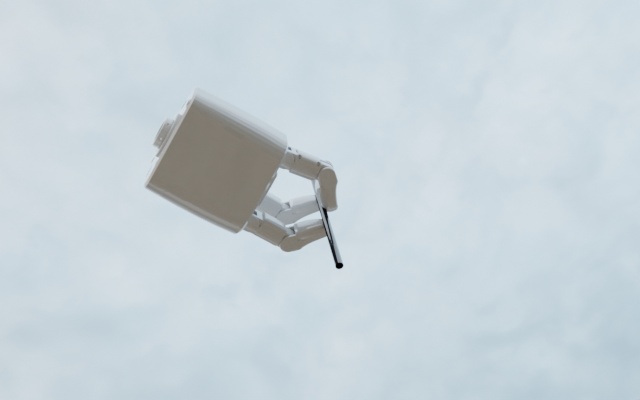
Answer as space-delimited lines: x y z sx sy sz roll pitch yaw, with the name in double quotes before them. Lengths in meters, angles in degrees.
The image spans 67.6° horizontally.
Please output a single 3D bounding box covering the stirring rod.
"stirring rod" 0.000 0.002 0.552 0.011 0.011 0.239 0 30 -10
